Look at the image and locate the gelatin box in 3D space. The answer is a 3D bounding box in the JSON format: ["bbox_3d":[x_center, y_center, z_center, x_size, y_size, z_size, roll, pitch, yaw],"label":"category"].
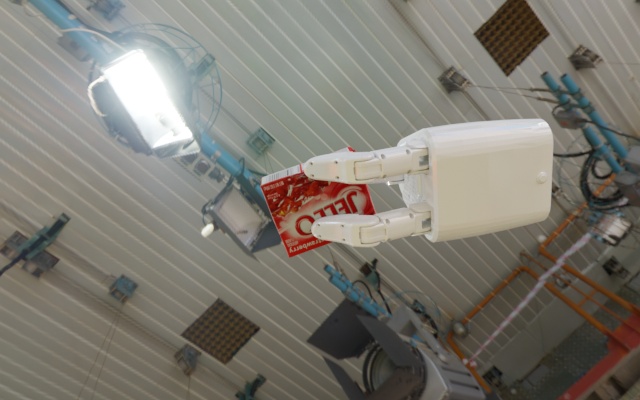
[{"bbox_3d":[0.000,0.001,0.429,0.089,0.073,0.030,-19,18,3],"label":"gelatin box"}]
